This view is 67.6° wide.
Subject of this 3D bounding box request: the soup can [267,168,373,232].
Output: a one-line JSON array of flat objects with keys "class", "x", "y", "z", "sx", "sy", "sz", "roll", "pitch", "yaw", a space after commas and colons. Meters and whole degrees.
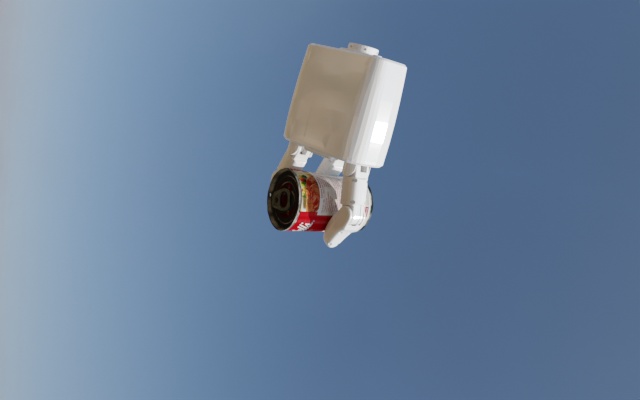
[{"class": "soup can", "x": 0.000, "y": 0.002, "z": 0.540, "sx": 0.102, "sy": 0.068, "sz": 0.068, "roll": 4, "pitch": -3, "yaw": -35}]
